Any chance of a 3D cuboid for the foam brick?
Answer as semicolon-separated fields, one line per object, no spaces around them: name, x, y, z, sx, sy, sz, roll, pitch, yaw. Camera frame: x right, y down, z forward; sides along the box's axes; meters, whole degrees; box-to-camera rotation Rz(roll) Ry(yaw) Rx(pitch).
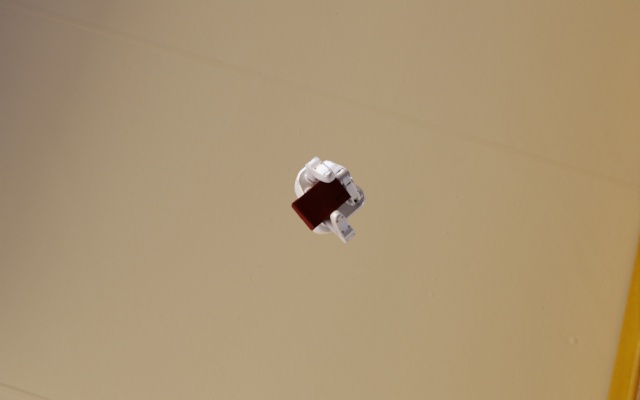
foam brick;0.000;0.003;0.739;0.078;0.053;0.051;-40;-1;-11
